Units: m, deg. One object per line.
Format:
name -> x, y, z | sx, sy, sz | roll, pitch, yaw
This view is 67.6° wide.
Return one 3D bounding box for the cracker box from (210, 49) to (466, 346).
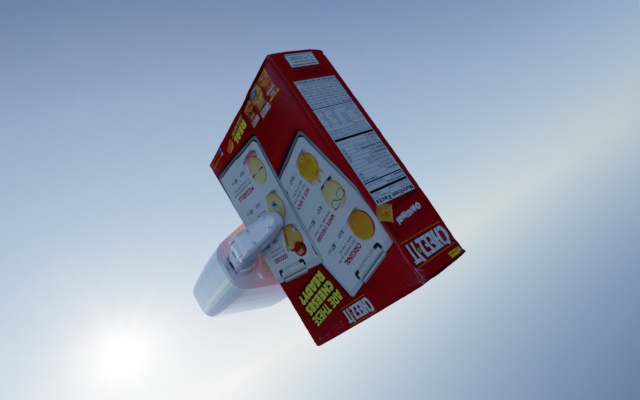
cracker box -> 0.000, 0.001, 0.429 | 0.072, 0.213, 0.164 | -24, -15, -40
